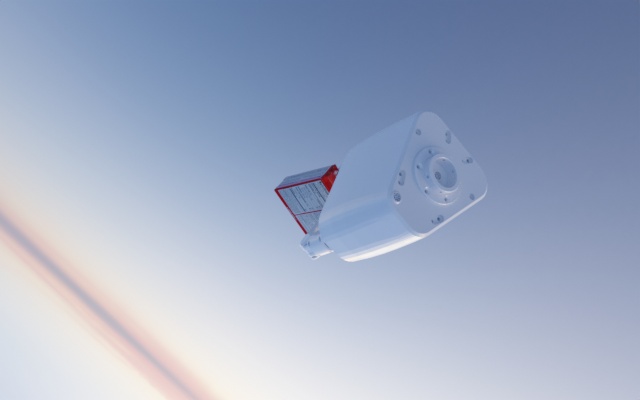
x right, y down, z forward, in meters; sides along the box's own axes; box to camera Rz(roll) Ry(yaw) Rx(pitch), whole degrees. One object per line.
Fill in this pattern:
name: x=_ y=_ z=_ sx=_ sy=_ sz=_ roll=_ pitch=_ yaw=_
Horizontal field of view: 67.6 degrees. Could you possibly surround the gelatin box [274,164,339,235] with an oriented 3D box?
gelatin box: x=0.000 y=0.002 z=0.541 sx=0.089 sy=0.073 sz=0.030 roll=-12 pitch=30 yaw=47
